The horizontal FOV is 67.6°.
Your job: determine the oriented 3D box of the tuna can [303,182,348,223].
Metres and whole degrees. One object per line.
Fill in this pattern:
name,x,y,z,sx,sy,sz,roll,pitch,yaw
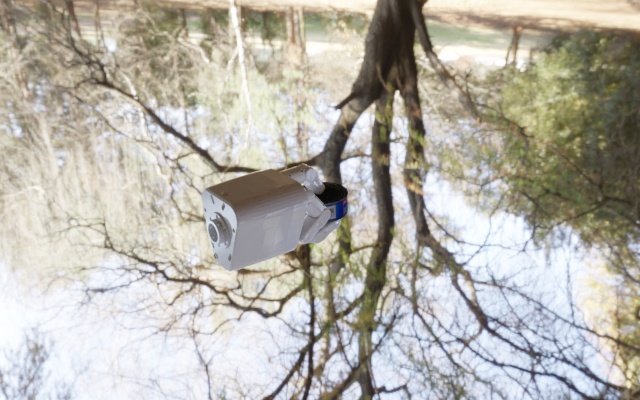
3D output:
tuna can,0.000,0.003,0.739,0.086,0.034,0.086,-2,24,1
